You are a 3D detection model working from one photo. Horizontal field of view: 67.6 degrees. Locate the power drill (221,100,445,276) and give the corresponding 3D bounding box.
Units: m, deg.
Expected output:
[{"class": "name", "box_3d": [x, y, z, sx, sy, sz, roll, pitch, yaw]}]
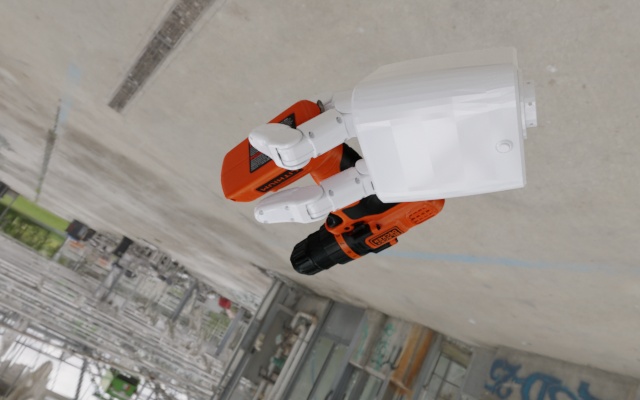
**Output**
[{"class": "power drill", "box_3d": [0.000, 0.001, 0.450, 0.184, 0.057, 0.188, -32, -41, 25]}]
